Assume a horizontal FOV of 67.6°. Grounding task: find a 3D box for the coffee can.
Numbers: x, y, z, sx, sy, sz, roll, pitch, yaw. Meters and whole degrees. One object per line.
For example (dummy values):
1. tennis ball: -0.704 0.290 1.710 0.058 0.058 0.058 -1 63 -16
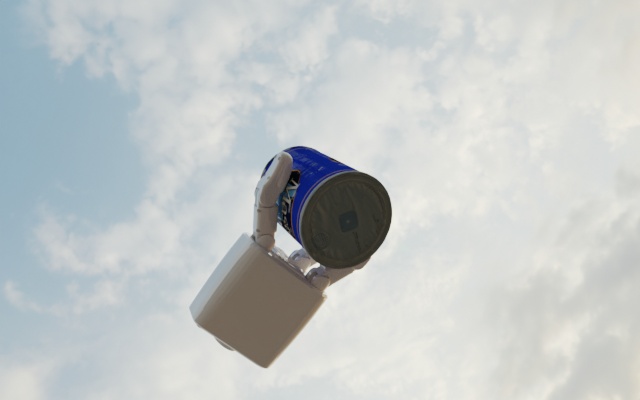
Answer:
1. coffee can: 0.000 0.002 0.536 0.103 0.103 0.140 0 17 -25
